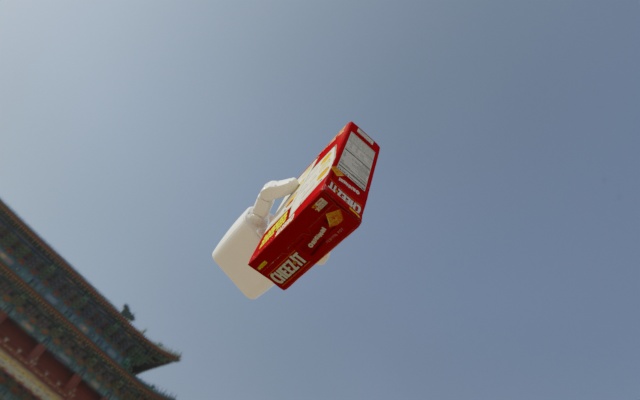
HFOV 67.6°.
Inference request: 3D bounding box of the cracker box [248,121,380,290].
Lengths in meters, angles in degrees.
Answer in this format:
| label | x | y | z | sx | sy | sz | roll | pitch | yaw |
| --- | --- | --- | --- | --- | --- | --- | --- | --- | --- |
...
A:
| label | x | y | z | sx | sy | sz | roll | pitch | yaw |
| --- | --- | --- | --- | --- | --- | --- | --- | --- | --- |
| cracker box | 0.000 | 0.002 | 0.674 | 0.164 | 0.072 | 0.213 | -45 | 12 | 31 |
